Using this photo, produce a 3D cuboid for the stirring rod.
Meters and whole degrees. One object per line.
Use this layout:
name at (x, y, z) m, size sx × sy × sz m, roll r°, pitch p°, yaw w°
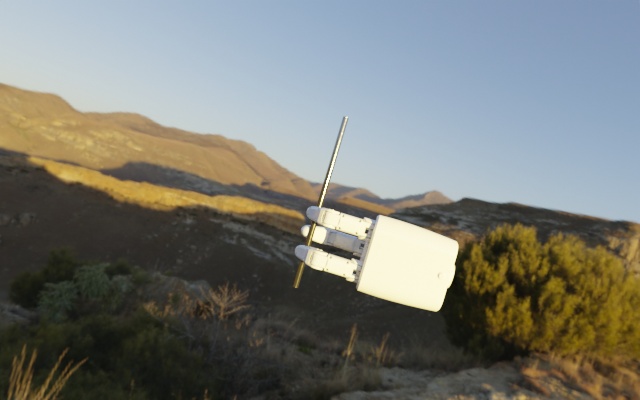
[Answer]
stirring rod at (0.000, 0.002, 0.649) m, size 0.011 × 0.239 × 0.011 m, roll 17°, pitch 0°, yaw 0°
